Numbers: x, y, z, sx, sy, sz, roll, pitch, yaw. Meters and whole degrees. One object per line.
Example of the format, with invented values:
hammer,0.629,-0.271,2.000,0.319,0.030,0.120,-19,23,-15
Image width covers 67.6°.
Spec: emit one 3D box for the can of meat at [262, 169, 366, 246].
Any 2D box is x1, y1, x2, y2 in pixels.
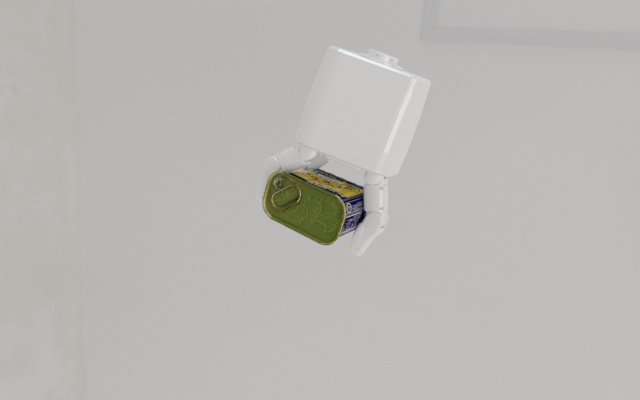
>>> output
can of meat,0.000,0.002,0.545,0.102,0.057,0.084,25,20,24
